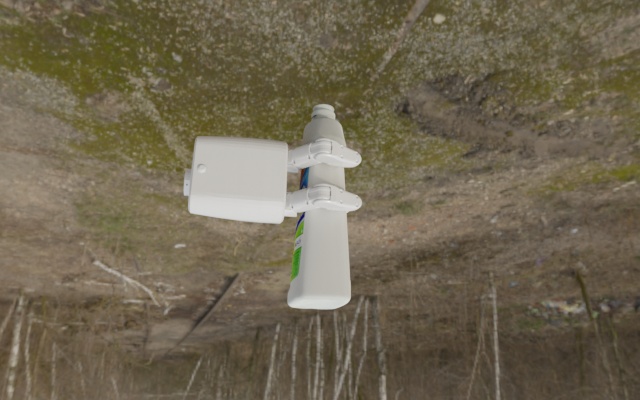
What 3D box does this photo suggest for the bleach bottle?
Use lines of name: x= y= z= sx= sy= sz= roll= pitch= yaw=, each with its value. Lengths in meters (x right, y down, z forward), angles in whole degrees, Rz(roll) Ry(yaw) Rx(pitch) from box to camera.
bleach bottle: x=0.000 y=0.002 z=0.592 sx=0.068 sy=0.250 sz=0.103 roll=5 pitch=-19 yaw=-10
